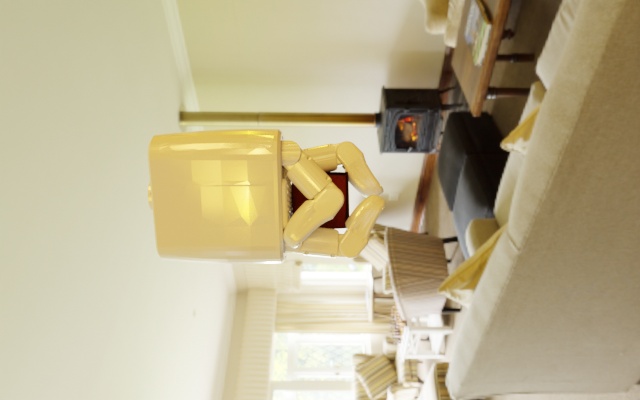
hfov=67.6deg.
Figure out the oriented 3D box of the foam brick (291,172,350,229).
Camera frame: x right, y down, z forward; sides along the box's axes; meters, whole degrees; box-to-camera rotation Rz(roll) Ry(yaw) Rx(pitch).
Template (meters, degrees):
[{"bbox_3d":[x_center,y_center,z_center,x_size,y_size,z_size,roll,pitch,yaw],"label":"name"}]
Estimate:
[{"bbox_3d":[0.000,0.002,0.460,0.051,0.053,0.078,-1,-4,0],"label":"foam brick"}]
